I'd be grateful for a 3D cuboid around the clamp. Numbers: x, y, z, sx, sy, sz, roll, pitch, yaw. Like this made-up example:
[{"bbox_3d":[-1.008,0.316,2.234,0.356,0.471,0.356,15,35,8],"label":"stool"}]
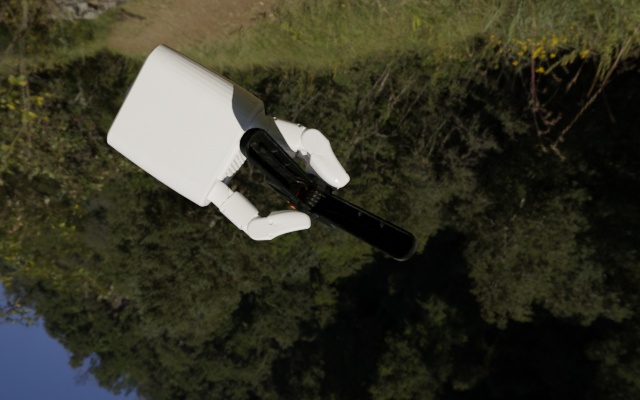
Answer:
[{"bbox_3d":[-0.001,0.002,0.459,0.164,0.036,0.210,35,-6,-3],"label":"clamp"}]
